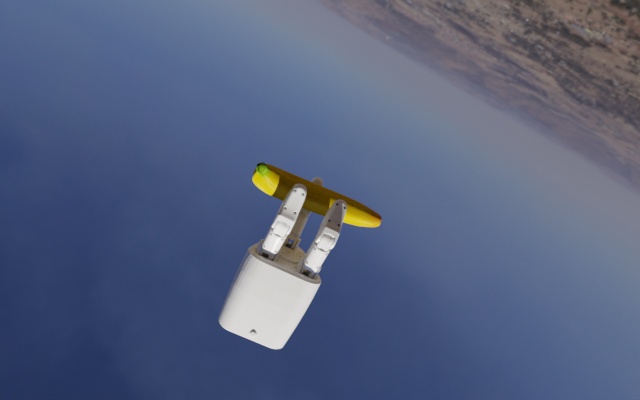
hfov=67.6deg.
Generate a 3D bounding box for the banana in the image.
[{"bbox_3d":[-0.012,-0.004,0.604,0.198,0.037,0.069,22,4,-33],"label":"banana"}]
